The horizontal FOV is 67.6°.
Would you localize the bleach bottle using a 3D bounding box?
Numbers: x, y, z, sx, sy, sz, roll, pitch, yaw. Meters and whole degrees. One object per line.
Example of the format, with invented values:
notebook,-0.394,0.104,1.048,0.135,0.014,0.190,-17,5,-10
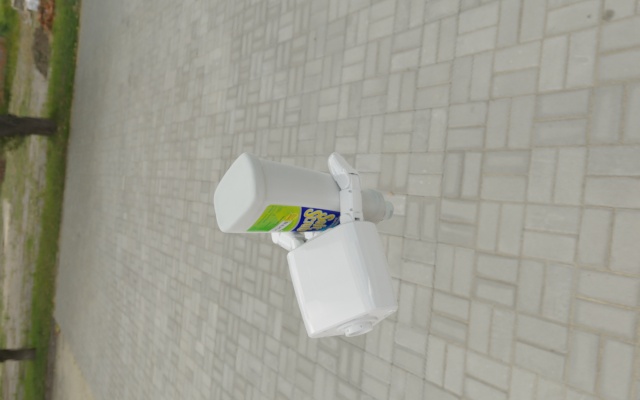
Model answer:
bleach bottle,0.000,0.002,0.607,0.251,0.068,0.103,5,-33,-36
